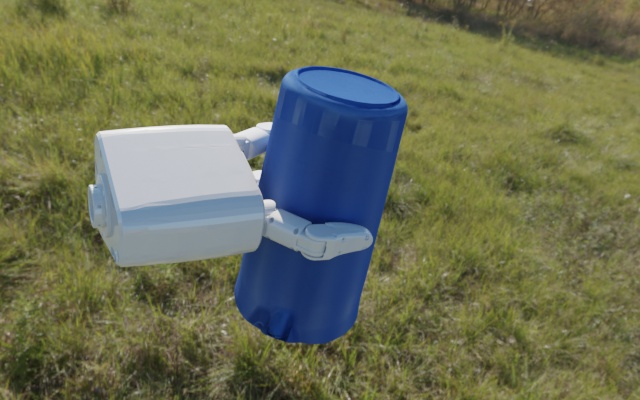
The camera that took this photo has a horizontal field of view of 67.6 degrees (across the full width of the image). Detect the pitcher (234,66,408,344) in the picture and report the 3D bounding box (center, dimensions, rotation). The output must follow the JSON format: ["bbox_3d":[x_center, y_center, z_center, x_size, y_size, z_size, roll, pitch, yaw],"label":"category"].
[{"bbox_3d":[0.000,0.002,0.461,0.145,0.243,0.149,-6,35,-31],"label":"pitcher"}]
